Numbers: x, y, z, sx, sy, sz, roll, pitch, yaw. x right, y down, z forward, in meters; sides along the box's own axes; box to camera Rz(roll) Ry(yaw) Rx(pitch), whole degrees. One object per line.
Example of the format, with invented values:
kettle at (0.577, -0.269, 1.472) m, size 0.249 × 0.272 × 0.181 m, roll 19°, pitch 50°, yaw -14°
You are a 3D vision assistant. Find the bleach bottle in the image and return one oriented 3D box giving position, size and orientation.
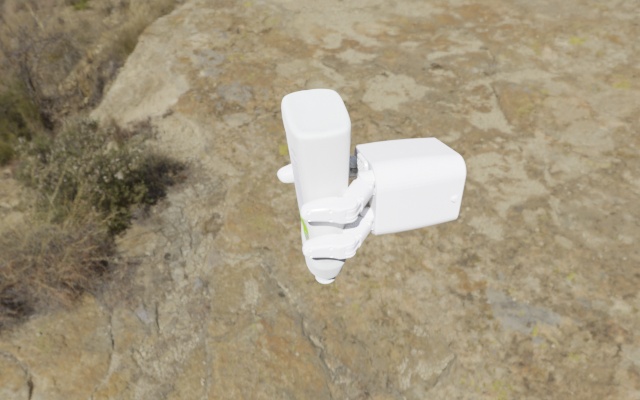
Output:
bleach bottle at (0.000, 0.002, 0.577) m, size 0.068 × 0.251 × 0.102 m, roll -8°, pitch 41°, yaw -6°
